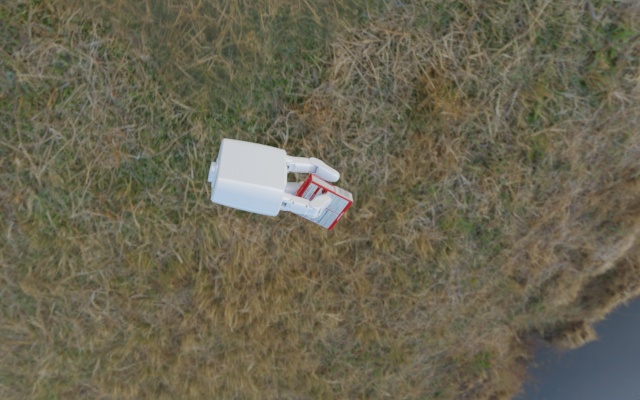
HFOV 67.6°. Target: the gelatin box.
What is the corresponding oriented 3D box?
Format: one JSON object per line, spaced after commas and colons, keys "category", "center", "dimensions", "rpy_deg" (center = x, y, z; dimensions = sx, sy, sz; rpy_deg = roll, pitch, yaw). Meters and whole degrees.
{"category": "gelatin box", "center": [0.000, 0.003, 0.829], "dimensions": [0.089, 0.073, 0.030], "rpy_deg": [26, 29, -19]}
